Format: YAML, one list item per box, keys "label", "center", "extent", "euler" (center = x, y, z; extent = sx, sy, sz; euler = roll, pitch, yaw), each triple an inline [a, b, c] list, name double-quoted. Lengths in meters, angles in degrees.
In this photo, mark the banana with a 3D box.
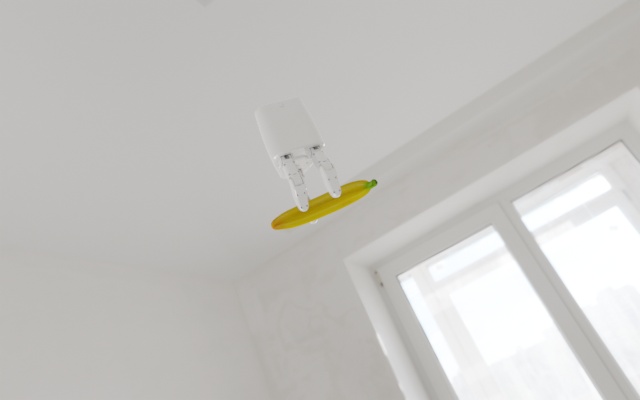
- label: "banana"
  center: [0.007, 0.005, 0.841]
  extent: [0.198, 0.037, 0.069]
  euler: [-25, -15, 7]
